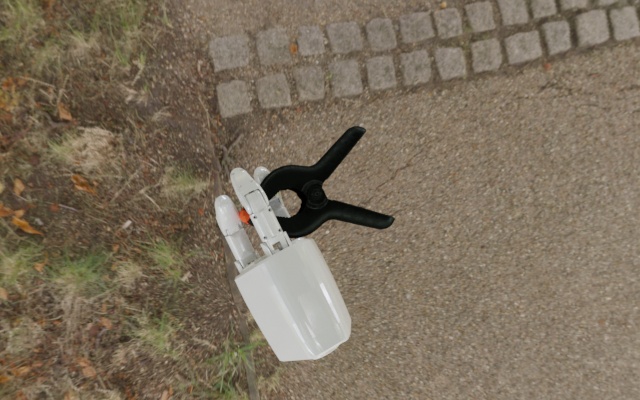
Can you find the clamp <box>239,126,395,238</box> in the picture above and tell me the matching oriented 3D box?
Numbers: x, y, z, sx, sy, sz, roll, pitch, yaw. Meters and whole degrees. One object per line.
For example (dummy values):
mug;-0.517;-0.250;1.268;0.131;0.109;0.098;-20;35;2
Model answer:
clamp;0.000;0.002;0.522;0.171;0.120;0.039;-27;-4;-15
